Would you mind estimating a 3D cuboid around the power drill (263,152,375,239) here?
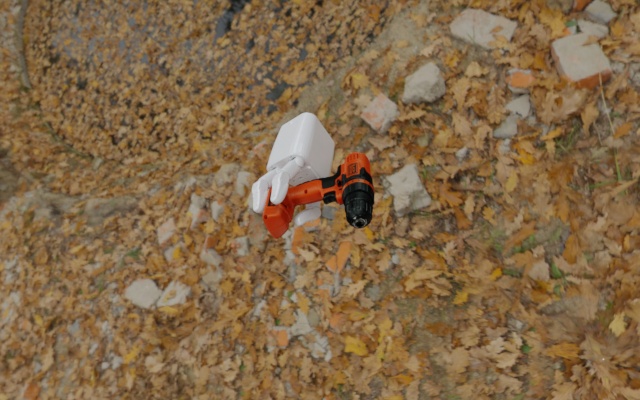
[{"bbox_3d":[0.000,0.003,0.796,0.187,0.057,0.184,-17,31,15],"label":"power drill"}]
